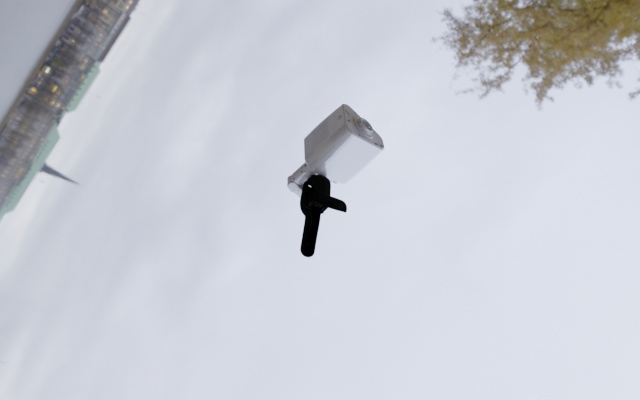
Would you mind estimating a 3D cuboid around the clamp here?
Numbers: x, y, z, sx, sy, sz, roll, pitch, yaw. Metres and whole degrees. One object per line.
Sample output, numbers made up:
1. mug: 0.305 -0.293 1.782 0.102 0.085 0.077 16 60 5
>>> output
1. clamp: 0.001 0.003 0.829 0.039 0.171 0.120 27 -54 -30
